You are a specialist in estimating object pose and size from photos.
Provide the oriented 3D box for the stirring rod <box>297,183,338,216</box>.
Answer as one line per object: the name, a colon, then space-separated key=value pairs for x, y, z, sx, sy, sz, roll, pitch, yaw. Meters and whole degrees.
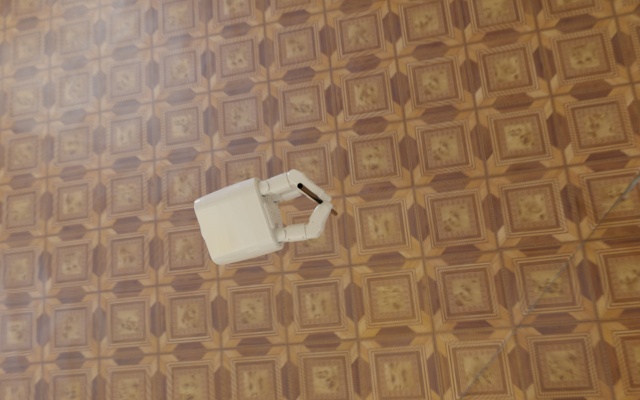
stirring rod: x=0.000 y=0.002 z=0.720 sx=0.011 sy=0.011 sz=0.239 roll=0 pitch=-10 yaw=13
